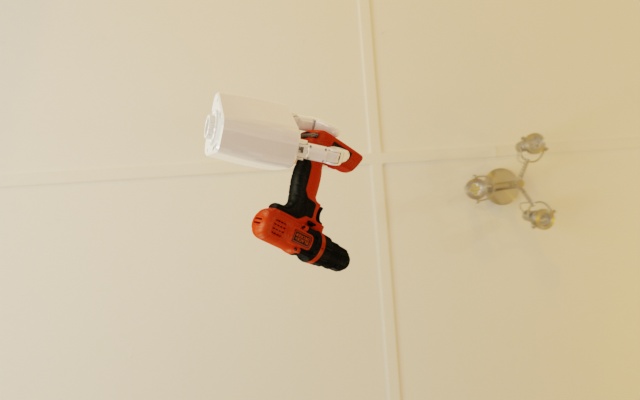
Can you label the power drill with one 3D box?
[{"bbox_3d":[0.000,0.002,0.726,0.184,0.187,0.057,30,-17,-38],"label":"power drill"}]
